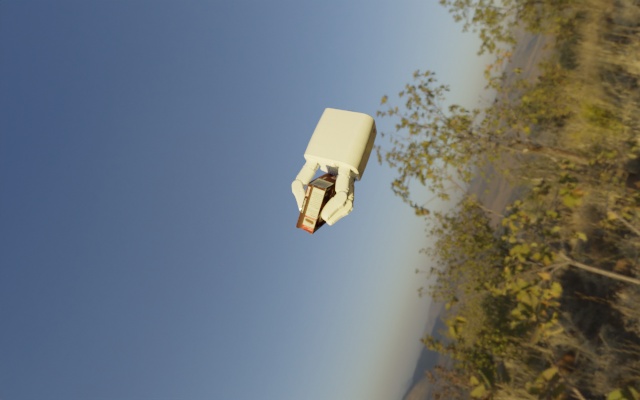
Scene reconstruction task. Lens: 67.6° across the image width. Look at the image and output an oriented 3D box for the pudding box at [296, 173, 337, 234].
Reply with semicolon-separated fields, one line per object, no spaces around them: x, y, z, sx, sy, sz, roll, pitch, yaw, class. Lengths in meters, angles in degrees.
0.000;0.003;0.883;0.039;0.090;0.113;21;18;16;pudding box
